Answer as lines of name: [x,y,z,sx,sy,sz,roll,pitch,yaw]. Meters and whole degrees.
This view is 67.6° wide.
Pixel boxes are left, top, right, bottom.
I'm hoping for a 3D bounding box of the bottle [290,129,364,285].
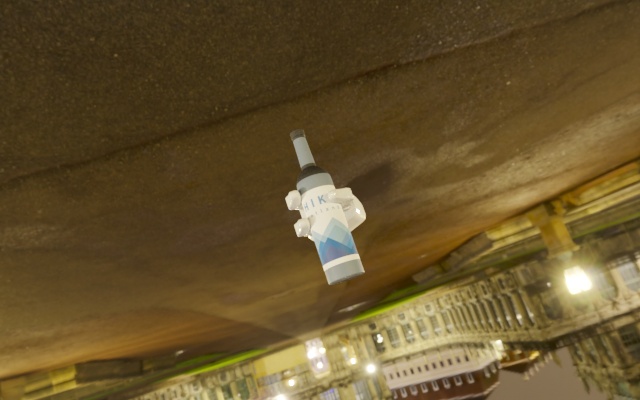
bottle: [0.000,0.003,0.876,0.069,0.295,0.069,-18,-16,-5]
